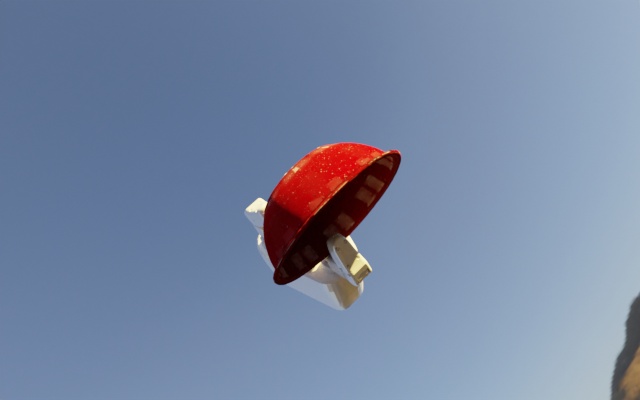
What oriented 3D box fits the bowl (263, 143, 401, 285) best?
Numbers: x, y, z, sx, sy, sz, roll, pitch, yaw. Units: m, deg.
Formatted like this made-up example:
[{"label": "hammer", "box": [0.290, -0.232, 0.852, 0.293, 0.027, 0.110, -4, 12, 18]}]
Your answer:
[{"label": "bowl", "box": [0.000, 0.000, 0.438, 0.055, 0.162, 0.162, 43, 14, 15]}]
